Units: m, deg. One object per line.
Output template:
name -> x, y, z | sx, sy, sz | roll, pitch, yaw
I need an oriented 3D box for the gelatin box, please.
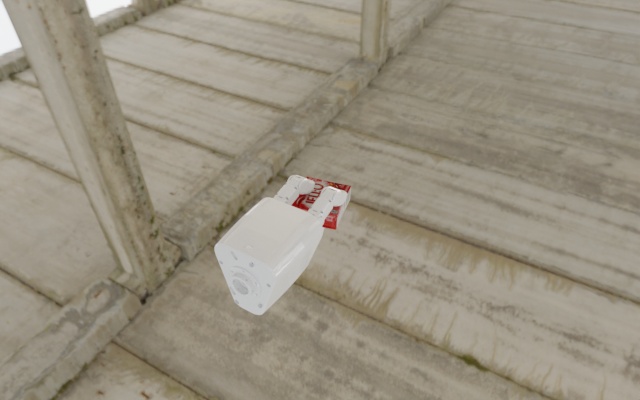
gelatin box -> 0.000, 0.003, 0.716 | 0.073, 0.030, 0.089 | 12, 34, 12
